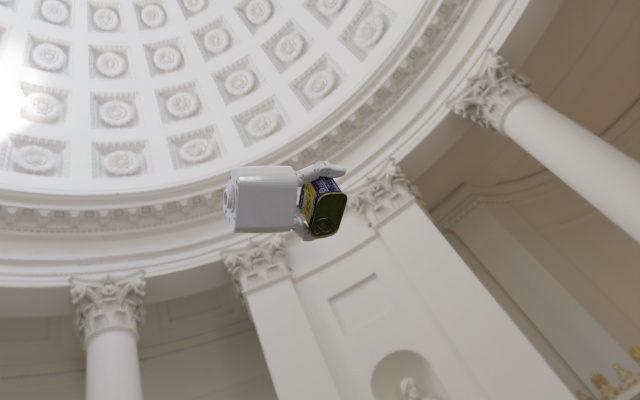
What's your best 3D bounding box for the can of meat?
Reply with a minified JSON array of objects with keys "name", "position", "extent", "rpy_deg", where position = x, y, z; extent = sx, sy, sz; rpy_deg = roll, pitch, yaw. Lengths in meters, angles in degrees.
[{"name":"can of meat","position":[0.000,0.003,0.876],"extent":[0.057,0.102,0.084],"rpy_deg":[-4,39,-24]}]
